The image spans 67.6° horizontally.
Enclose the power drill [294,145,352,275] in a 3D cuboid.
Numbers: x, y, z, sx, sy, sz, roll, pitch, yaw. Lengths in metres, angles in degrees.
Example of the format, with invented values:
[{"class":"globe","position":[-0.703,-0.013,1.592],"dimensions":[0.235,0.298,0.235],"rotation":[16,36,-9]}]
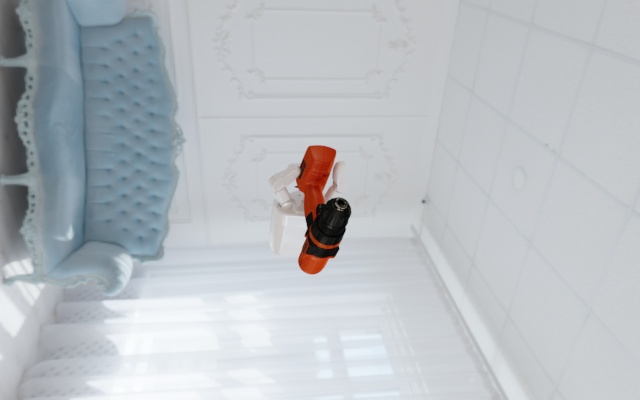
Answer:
[{"class":"power drill","position":[0.000,0.002,0.772],"dimensions":[0.057,0.187,0.184],"rotation":[9,-38,-15]}]
